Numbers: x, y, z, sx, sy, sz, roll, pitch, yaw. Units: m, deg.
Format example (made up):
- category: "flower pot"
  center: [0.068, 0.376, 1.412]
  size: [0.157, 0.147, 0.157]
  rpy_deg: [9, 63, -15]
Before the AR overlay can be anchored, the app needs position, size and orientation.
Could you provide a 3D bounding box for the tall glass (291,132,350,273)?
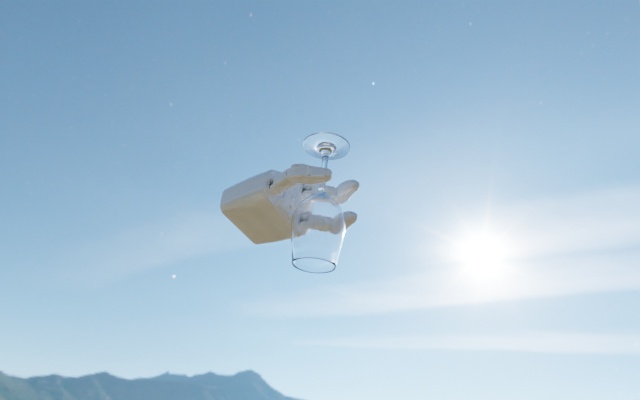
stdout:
- category: "tall glass"
  center: [0.000, 0.002, 0.702]
  size: [0.079, 0.201, 0.079]
  rpy_deg: [5, -28, 2]
